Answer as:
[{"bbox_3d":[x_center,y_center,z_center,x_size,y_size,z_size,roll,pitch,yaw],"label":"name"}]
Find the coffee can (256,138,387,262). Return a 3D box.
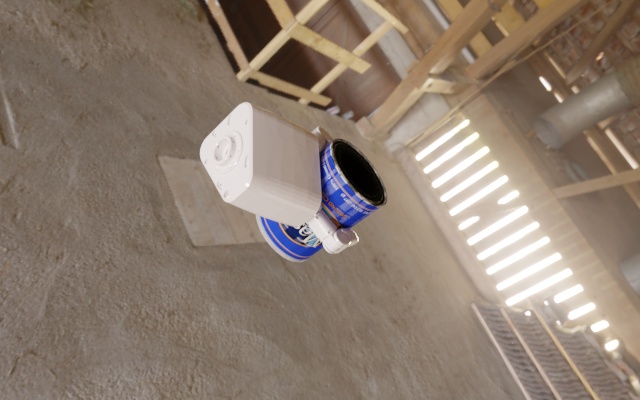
[{"bbox_3d":[0.000,0.002,0.620,0.140,0.102,0.103,-38,-19,27],"label":"coffee can"}]
